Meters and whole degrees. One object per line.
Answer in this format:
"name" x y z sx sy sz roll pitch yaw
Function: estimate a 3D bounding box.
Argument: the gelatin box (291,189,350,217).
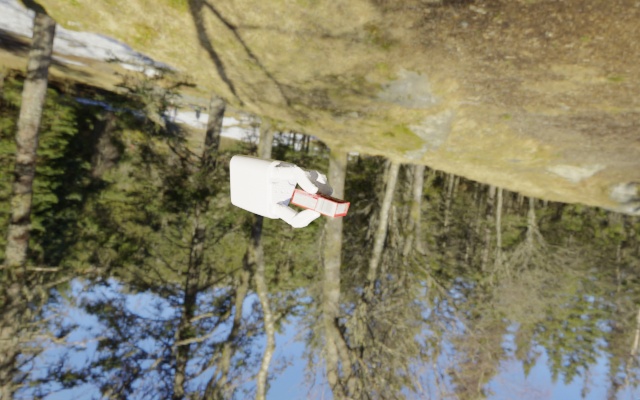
"gelatin box" 0.000 0.003 0.880 0.089 0.030 0.073 19 7 19
